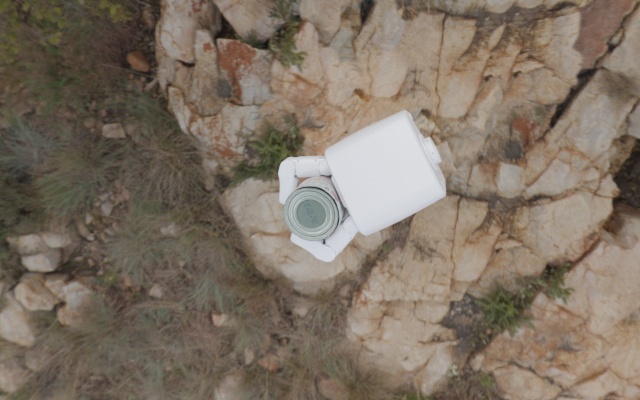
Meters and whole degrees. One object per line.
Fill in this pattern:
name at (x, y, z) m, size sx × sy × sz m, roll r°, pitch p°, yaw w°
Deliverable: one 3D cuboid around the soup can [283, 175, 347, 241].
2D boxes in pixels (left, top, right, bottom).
soup can at (0.000, 0.002, 0.589) m, size 0.068 × 0.068 × 0.102 m, roll 0°, pitch 17°, yaw 13°
